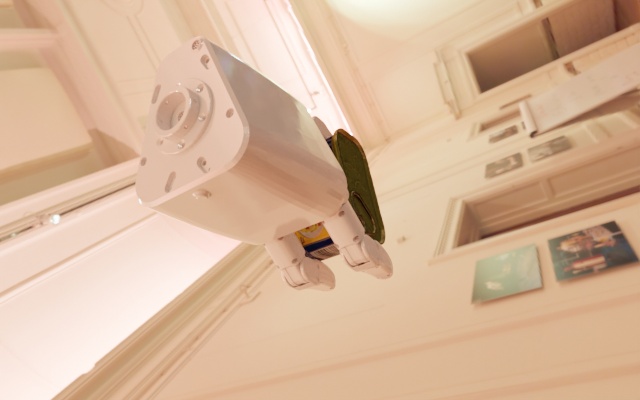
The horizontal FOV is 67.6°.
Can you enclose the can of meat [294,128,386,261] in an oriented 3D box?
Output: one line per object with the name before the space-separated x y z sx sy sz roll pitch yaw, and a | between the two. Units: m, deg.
can of meat | 0.000 0.001 0.418 0.084 0.102 0.057 -22 -22 25
